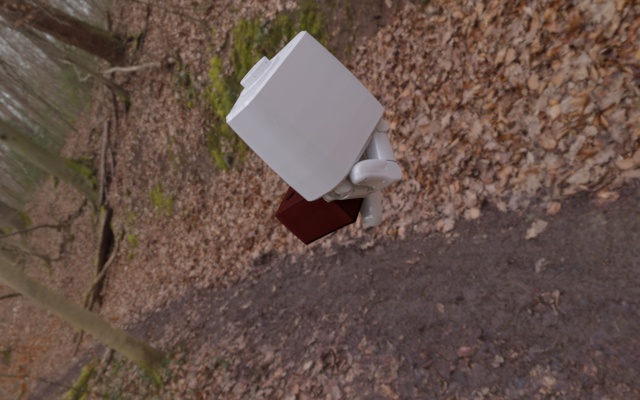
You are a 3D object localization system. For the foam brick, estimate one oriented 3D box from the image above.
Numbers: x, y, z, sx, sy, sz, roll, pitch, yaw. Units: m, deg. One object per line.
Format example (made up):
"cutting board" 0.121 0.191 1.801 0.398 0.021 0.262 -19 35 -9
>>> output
"foam brick" 0.000 0.002 0.501 0.051 0.053 0.078 42 -46 -20
